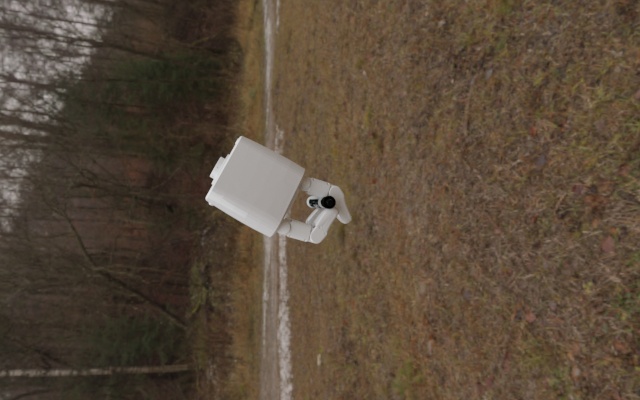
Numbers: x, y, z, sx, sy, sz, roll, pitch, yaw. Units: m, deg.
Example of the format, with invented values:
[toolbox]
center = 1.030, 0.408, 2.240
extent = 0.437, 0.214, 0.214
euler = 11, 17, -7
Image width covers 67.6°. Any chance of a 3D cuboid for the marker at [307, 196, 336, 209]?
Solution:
[marker]
center = 0.000, 0.002, 0.722
extent = 0.020, 0.020, 0.121
euler = 0, 0, -13
